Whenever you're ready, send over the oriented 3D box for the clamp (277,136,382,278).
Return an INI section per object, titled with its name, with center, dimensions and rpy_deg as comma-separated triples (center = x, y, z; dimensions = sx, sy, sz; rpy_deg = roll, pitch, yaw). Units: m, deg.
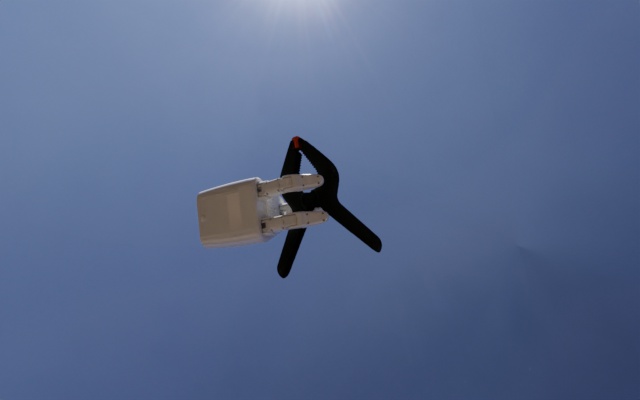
[clamp]
center = 0.000, 0.002, 0.717
dimensions = 0.164, 0.210, 0.036
rpy_deg = -10, -9, 17
